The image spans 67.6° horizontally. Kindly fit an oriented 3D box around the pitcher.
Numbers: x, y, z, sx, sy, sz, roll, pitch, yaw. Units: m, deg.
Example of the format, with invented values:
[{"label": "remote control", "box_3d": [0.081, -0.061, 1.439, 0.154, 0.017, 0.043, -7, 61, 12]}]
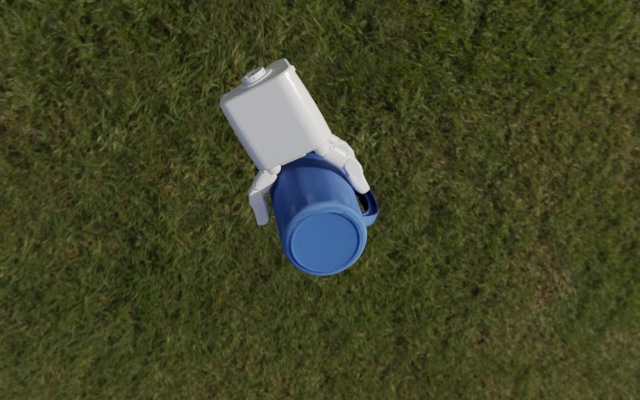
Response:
[{"label": "pitcher", "box_3d": [0.000, 0.002, 0.697, 0.149, 0.145, 0.242, -28, 27, 5]}]
